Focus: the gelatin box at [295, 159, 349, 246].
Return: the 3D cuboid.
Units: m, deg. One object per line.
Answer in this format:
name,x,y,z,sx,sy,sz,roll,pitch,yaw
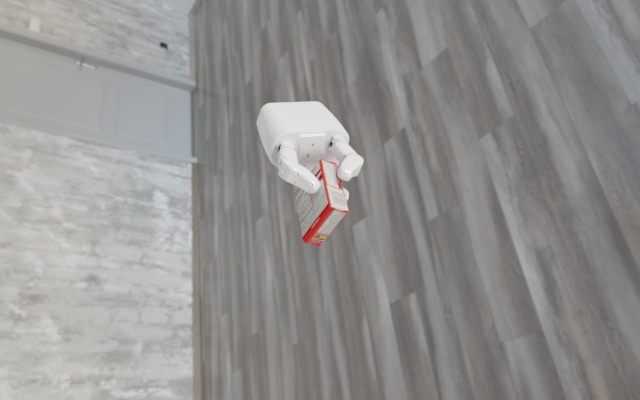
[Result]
gelatin box,0.000,0.002,0.621,0.030,0.089,0.073,16,-49,-27
